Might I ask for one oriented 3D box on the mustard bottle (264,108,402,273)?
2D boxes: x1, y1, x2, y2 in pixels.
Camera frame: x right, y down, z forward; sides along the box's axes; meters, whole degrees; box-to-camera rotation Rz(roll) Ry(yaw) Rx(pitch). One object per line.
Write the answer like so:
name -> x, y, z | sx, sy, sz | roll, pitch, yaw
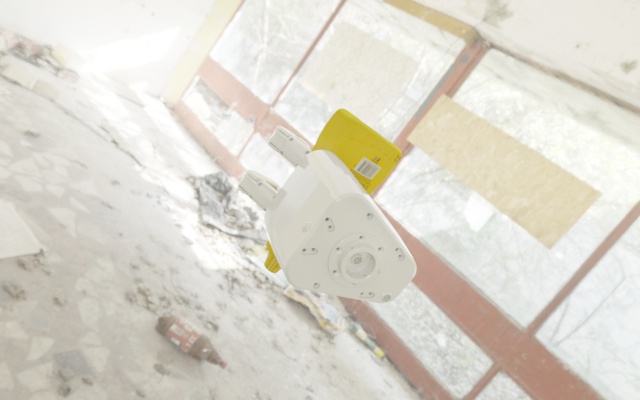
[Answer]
mustard bottle -> 0.000, 0.001, 0.517 | 0.096, 0.191, 0.058 | 25, 16, -48
